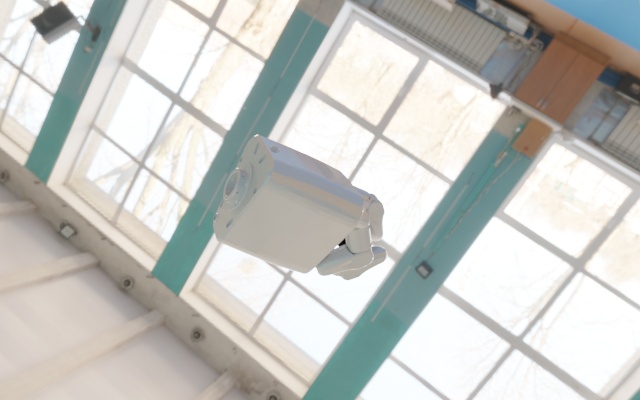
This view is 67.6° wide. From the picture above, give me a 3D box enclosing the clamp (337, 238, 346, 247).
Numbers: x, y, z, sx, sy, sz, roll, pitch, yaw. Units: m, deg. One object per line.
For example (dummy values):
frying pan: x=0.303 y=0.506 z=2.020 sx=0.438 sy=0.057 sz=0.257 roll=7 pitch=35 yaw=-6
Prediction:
clamp: x=0.000 y=0.003 z=0.582 sx=0.120 sy=0.039 sz=0.171 roll=24 pitch=17 yaw=-30
